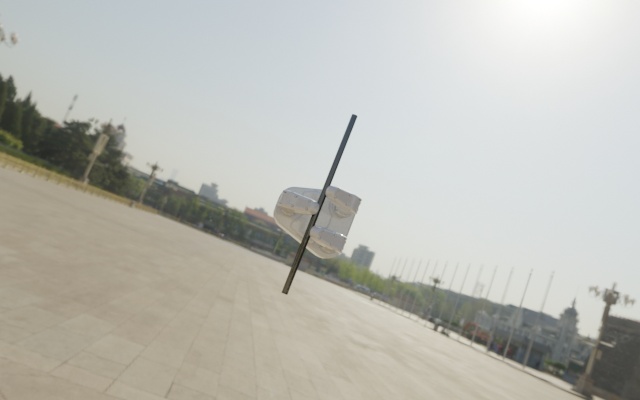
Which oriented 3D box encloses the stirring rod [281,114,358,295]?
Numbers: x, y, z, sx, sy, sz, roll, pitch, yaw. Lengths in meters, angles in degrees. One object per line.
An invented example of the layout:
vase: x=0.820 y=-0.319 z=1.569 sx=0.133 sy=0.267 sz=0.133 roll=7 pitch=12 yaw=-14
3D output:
stirring rod: x=0.000 y=0.002 z=0.594 sx=0.011 sy=0.239 sz=0.011 roll=21 pitch=-8 yaw=3
